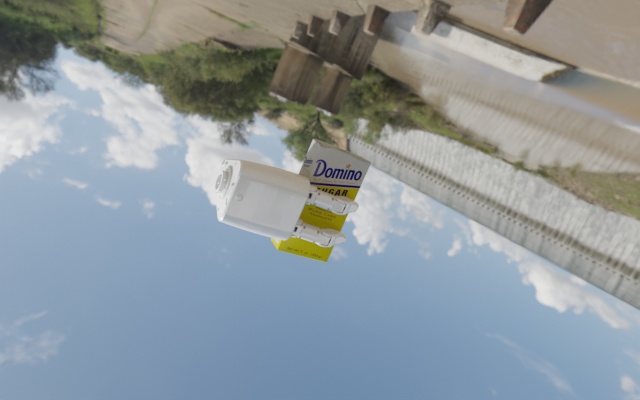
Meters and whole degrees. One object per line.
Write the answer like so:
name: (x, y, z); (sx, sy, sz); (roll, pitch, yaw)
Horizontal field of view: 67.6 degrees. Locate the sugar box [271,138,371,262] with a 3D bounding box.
sugar box: (0.000, 0.003, 0.743); (0.093, 0.176, 0.048); (17, 15, -27)
